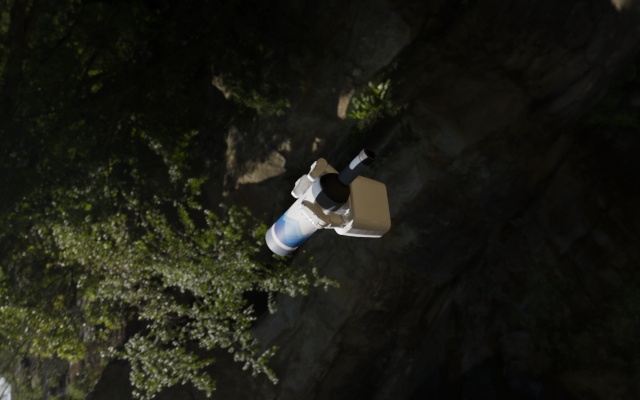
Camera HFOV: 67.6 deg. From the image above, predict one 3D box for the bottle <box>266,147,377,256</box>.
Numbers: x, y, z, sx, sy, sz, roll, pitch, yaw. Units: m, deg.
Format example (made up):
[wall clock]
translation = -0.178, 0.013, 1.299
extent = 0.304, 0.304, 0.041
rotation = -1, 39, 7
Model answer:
[bottle]
translation = 0.000, 0.003, 0.893
extent = 0.069, 0.069, 0.296
rotation = 0, -34, -44
